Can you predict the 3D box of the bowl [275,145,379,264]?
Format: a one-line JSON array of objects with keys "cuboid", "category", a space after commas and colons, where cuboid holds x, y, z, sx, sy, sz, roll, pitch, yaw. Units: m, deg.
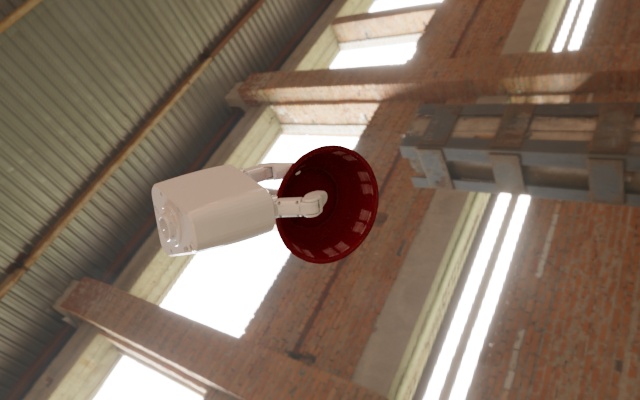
[{"cuboid": [0.001, 0.002, 0.656, 0.162, 0.162, 0.055, 0, 11, -30], "category": "bowl"}]
